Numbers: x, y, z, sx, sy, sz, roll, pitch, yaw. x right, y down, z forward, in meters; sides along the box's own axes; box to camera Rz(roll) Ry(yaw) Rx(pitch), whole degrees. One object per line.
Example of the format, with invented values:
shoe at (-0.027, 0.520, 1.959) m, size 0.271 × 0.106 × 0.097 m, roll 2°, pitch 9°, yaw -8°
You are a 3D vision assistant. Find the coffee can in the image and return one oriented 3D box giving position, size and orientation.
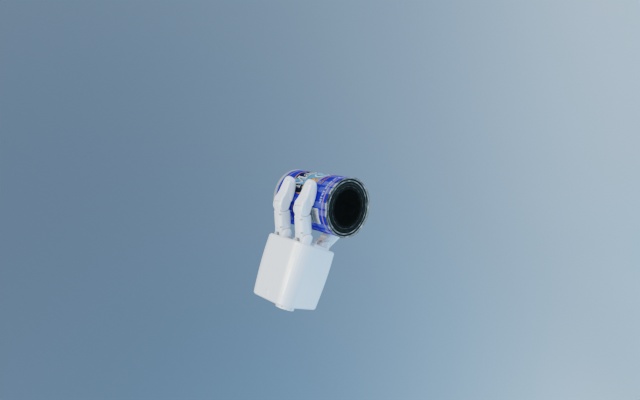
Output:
coffee can at (0.000, 0.003, 0.835) m, size 0.103 × 0.103 × 0.140 m, roll 0°, pitch 8°, yaw -42°
